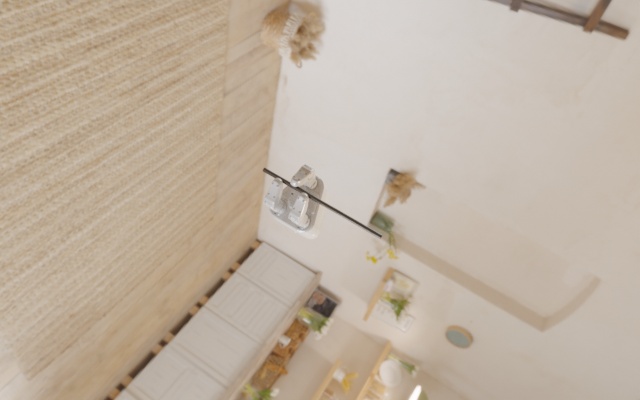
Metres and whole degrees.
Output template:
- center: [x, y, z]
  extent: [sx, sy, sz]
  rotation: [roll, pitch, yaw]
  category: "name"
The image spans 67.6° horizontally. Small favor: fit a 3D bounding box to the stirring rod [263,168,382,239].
- center: [0.000, 0.003, 0.824]
  extent: [0.239, 0.011, 0.011]
  rotation: [30, 8, 14]
  category: "stirring rod"
